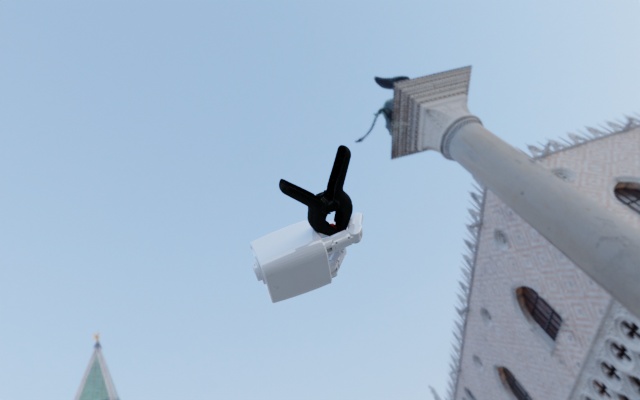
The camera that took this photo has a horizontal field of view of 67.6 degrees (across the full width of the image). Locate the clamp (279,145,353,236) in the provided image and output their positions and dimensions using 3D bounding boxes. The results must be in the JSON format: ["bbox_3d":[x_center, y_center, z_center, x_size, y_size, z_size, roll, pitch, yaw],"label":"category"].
[{"bbox_3d":[0.000,0.002,0.753,0.120,0.172,0.039,-20,40,-12],"label":"clamp"}]
